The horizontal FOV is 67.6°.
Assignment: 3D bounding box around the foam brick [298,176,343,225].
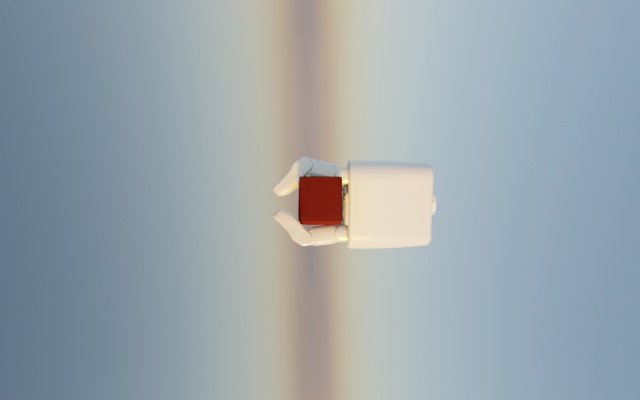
[{"bbox_3d":[0.000,0.002,0.580,0.051,0.053,0.078,1,-6,0],"label":"foam brick"}]
